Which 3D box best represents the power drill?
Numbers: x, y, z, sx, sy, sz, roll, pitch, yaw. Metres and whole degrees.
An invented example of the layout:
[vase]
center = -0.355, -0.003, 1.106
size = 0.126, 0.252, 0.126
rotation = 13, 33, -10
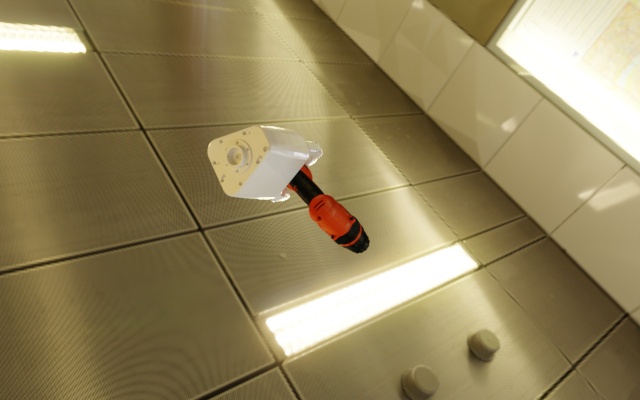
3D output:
[power drill]
center = 0.000, 0.002, 0.815
size = 0.187, 0.057, 0.184
rotation = 46, -1, 35
